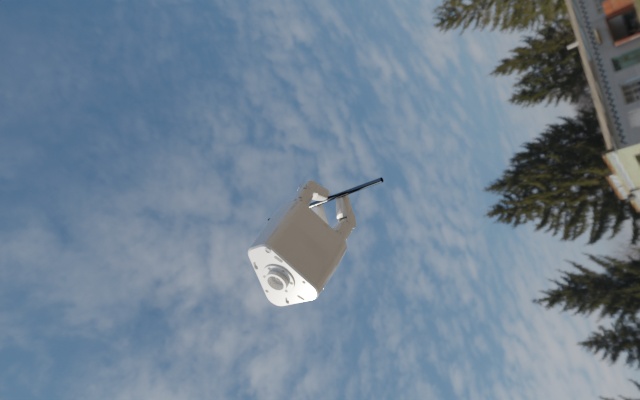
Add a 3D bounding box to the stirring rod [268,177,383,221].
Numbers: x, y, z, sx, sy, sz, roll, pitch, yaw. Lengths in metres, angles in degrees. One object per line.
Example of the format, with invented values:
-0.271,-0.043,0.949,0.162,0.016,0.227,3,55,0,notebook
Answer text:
0.000,0.003,0.781,0.239,0.011,0.011,-20,-12,36,stirring rod
